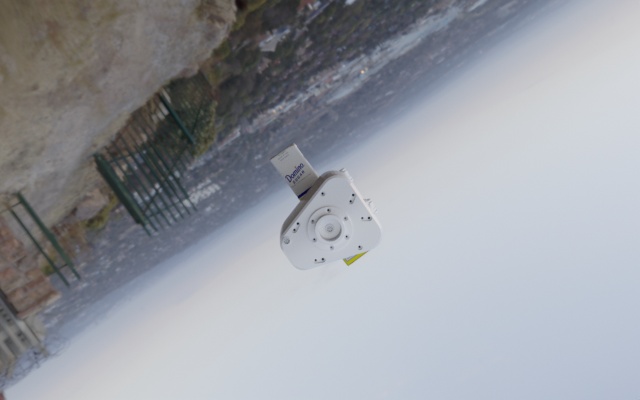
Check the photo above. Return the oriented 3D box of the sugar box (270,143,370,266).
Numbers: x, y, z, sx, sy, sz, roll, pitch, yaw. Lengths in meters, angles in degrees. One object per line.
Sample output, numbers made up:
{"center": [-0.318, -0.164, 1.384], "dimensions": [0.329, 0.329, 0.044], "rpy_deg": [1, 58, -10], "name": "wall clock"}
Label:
{"center": [0.001, 0.002, 0.669], "dimensions": [0.048, 0.176, 0.093], "rpy_deg": [-34, 4, 1], "name": "sugar box"}
